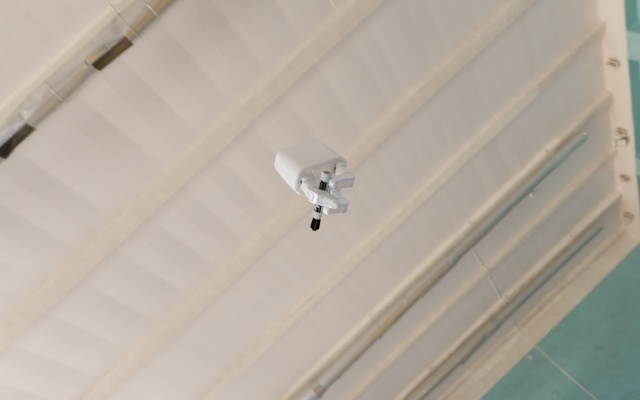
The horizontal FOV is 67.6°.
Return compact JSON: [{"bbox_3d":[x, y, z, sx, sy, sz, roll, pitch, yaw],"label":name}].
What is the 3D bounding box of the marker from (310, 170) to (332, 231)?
[{"bbox_3d":[0.000,0.003,0.882,0.020,0.121,0.020,10,25,-5],"label":"marker"}]
